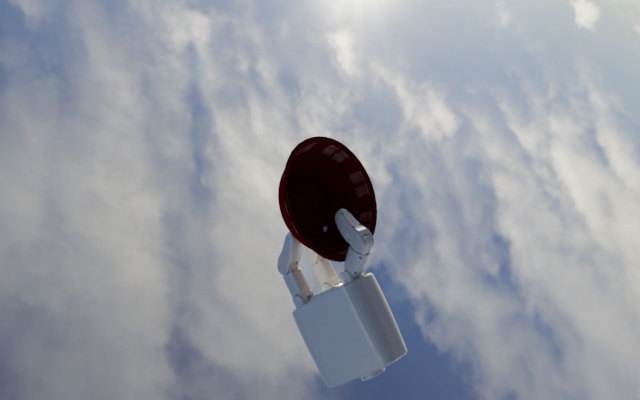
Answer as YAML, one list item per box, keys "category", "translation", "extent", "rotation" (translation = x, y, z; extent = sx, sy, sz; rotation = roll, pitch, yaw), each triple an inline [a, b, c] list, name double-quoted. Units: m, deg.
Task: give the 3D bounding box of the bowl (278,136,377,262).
- category: "bowl"
  translation: [0.000, 0.001, 0.615]
  extent: [0.162, 0.162, 0.055]
  rotation: [0, -13, -44]
